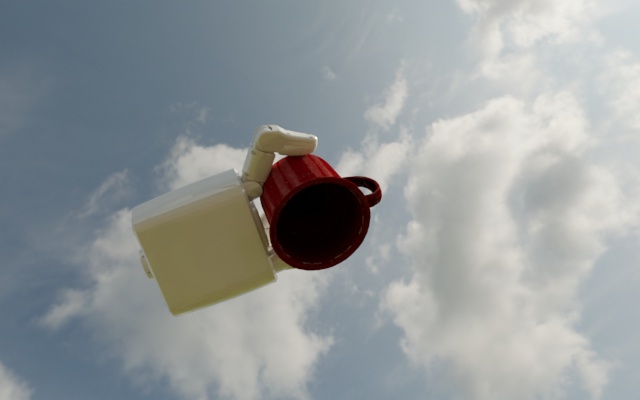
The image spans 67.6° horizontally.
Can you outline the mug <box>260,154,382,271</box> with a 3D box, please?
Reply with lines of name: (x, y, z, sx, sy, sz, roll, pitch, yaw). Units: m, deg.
mug: (0.001, 0.001, 0.452, 0.117, 0.093, 0.081, -19, 30, -10)
